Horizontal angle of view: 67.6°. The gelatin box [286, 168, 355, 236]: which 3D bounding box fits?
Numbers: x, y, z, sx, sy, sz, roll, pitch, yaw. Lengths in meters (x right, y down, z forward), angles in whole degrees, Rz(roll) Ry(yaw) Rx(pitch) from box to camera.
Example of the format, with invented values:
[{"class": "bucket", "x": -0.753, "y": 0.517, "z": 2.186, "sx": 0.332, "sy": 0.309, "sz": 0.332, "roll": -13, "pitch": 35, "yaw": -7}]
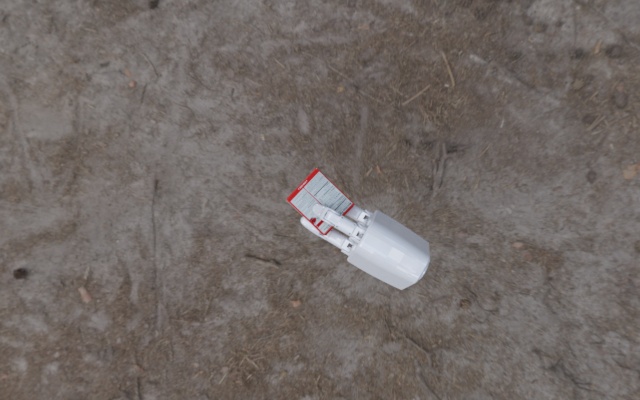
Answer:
[{"class": "gelatin box", "x": 0.000, "y": 0.002, "z": 0.786, "sx": 0.089, "sy": 0.073, "sz": 0.030, "roll": 44, "pitch": 0, "yaw": 0}]
